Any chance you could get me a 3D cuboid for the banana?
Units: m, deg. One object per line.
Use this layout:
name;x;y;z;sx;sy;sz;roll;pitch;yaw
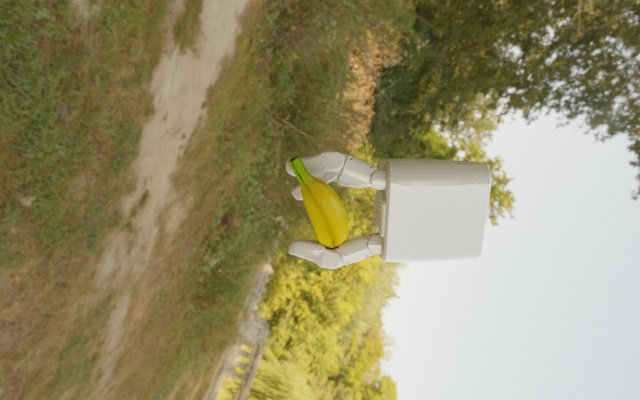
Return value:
banana;0.006;0.017;0.513;0.037;0.069;0.198;-21;-20;-2
